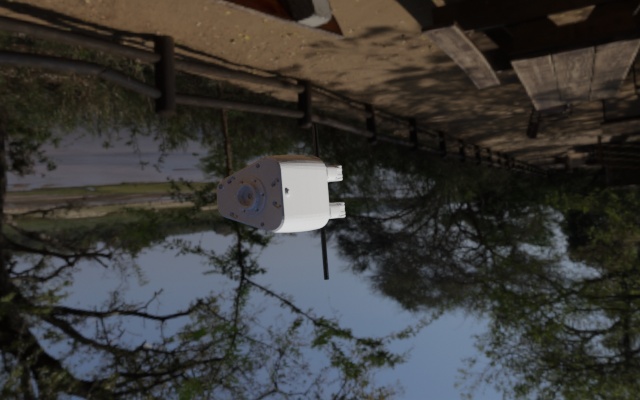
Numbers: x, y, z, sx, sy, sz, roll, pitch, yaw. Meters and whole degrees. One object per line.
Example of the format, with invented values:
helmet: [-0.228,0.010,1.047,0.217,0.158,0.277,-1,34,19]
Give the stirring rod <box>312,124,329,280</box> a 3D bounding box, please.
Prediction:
stirring rod: [0.000,0.002,0.740,0.011,0.239,0.011,-4,0,0]
